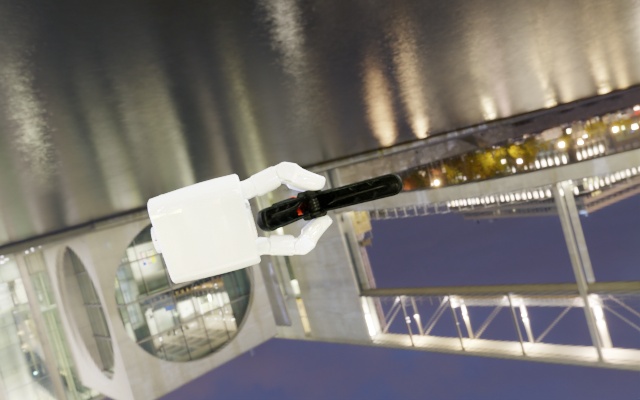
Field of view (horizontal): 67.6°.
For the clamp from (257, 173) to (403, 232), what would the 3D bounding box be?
[{"bbox_3d":[0.000,0.003,0.591,0.164,0.036,0.210,-14,2,-8],"label":"clamp"}]
